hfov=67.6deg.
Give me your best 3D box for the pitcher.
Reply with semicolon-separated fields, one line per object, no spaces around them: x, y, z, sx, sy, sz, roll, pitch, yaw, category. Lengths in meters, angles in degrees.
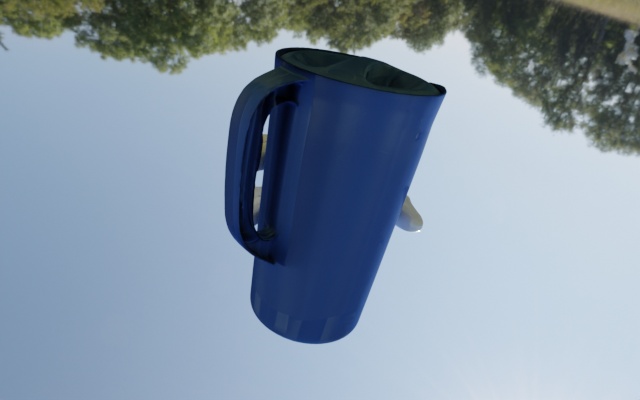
0.000;0.001;0.407;0.149;0.243;0.145;12;25;-3;pitcher
